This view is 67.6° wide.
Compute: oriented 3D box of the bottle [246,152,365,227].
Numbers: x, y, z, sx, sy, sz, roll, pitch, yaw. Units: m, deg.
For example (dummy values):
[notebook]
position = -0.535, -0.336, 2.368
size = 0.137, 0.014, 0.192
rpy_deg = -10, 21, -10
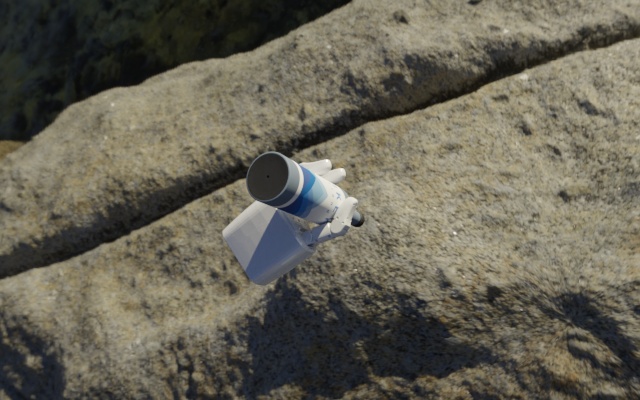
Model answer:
[bottle]
position = 0.000, 0.002, 0.726
size = 0.069, 0.069, 0.296
rpy_deg = 0, -13, 28
